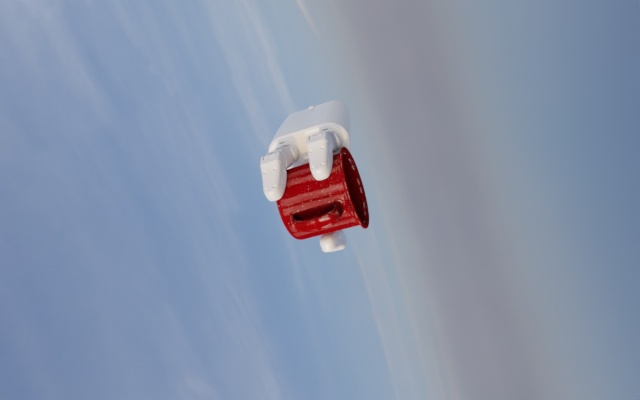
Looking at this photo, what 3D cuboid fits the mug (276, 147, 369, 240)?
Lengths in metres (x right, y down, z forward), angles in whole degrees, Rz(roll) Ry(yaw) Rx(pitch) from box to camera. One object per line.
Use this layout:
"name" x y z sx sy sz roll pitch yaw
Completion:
"mug" 0.000 0.002 0.519 0.081 0.093 0.117 -16 24 15
